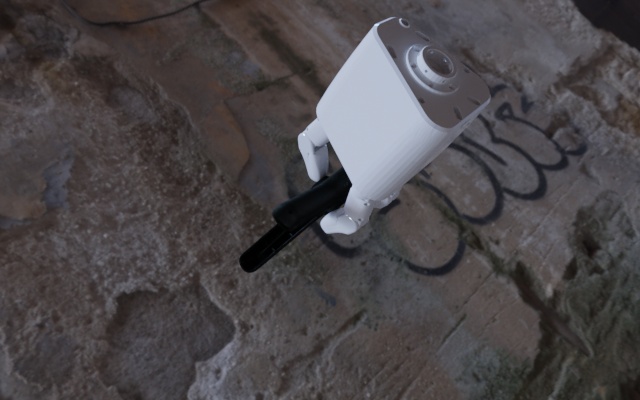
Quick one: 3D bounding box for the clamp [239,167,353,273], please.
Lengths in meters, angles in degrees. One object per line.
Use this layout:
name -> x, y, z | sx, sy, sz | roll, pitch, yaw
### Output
clamp -> 0.000, 0.001, 0.528 | 0.210, 0.036, 0.165 | -36, -5, -37
